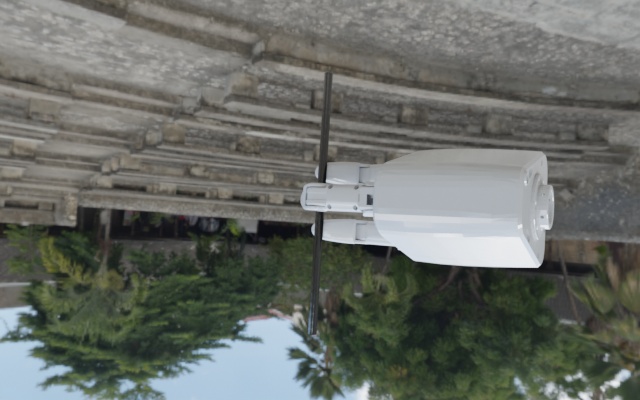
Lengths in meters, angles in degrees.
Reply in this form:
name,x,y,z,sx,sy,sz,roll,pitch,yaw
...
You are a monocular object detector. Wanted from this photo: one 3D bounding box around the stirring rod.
name,x,y,z,sx,sy,sz,roll,pitch,yaw
stirring rod,0.000,0.001,0.440,0.011,0.239,0.011,4,-3,0
